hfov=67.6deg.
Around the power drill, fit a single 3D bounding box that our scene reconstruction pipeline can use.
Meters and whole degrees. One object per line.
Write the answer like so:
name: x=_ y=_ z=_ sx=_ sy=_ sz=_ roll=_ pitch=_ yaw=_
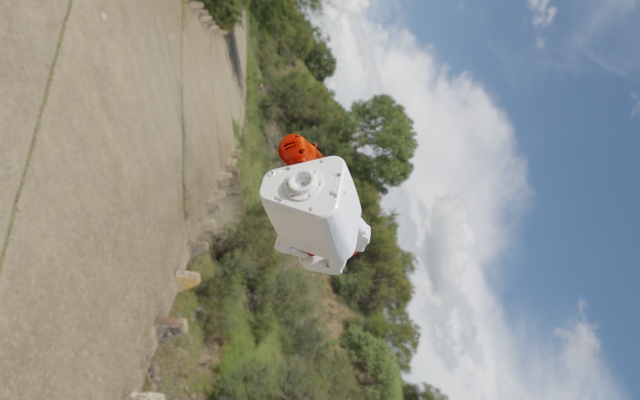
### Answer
power drill: x=0.000 y=0.003 z=0.760 sx=0.057 sy=0.187 sz=0.184 roll=-23 pitch=-20 yaw=15
